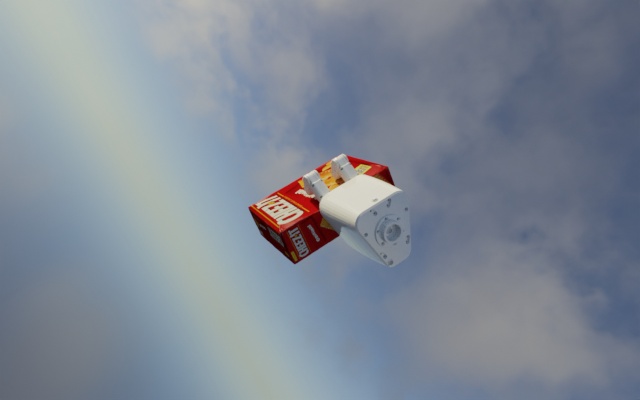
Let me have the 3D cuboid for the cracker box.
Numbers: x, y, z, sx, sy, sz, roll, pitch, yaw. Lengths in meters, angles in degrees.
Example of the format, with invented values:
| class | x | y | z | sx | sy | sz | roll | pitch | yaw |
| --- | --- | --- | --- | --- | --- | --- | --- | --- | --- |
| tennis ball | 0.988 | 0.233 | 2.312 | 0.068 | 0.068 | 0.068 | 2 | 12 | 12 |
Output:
| class | x | y | z | sx | sy | sz | roll | pitch | yaw |
| --- | --- | --- | --- | --- | --- | --- | --- | --- | --- |
| cracker box | 0.000 | 0.003 | 0.829 | 0.213 | 0.072 | 0.164 | -30 | 24 | -17 |
